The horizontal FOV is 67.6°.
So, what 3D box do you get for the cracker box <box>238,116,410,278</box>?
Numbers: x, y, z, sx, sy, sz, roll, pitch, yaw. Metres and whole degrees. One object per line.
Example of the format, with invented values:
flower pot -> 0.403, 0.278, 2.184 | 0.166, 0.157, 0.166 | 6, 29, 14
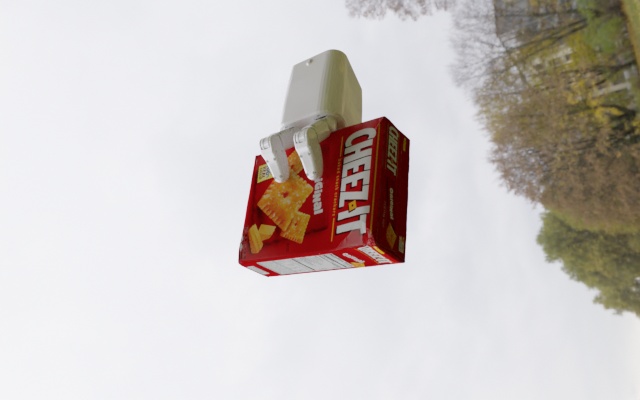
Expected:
cracker box -> 0.000, 0.002, 0.601 | 0.214, 0.164, 0.072 | -12, -30, 36
